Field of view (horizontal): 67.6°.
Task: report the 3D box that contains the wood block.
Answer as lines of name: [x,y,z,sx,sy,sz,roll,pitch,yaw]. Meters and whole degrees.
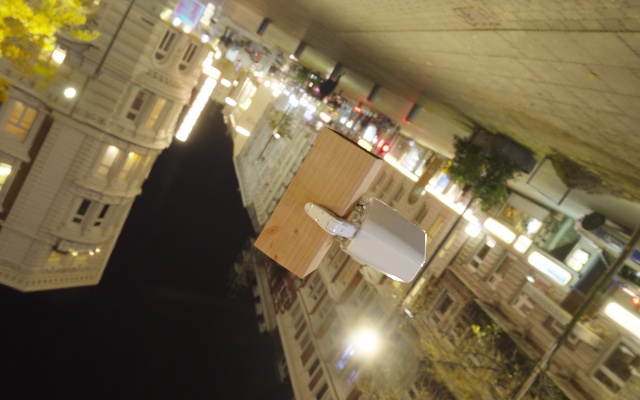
wood block: [0.000,0.003,0.725,0.090,0.206,0.091,34,10,11]
